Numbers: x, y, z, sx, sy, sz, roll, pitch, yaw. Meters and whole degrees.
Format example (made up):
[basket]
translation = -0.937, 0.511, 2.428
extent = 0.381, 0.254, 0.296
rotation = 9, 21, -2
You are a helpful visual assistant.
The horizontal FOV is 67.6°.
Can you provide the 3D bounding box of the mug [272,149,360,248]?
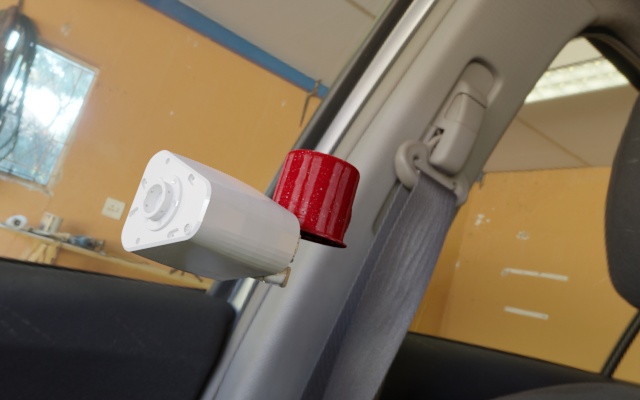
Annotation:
[mug]
translation = 0.001, 0.002, 0.508
extent = 0.093, 0.081, 0.117
rotation = 8, -13, 39
